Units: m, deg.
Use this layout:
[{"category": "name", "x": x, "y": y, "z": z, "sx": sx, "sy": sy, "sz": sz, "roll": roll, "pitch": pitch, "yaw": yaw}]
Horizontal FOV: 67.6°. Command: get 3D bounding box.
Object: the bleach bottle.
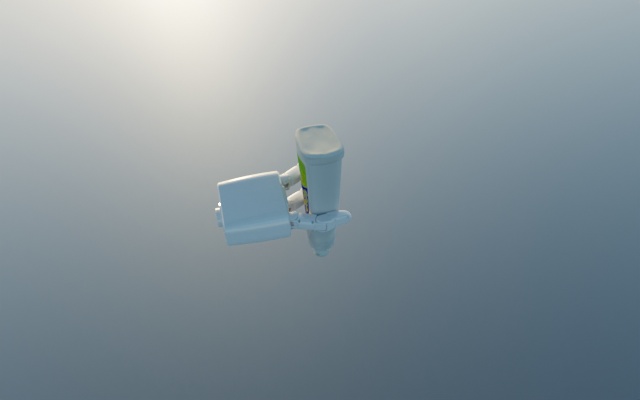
[{"category": "bleach bottle", "x": 0.000, "y": 0.003, "z": 0.814, "sx": 0.068, "sy": 0.251, "sz": 0.102, "roll": -10, "pitch": 39, "yaw": -10}]
